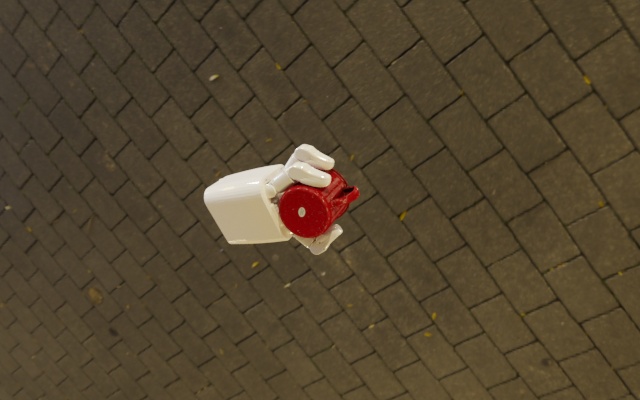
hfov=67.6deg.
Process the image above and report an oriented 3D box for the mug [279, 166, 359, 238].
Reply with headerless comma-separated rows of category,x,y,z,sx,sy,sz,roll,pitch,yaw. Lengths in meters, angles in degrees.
mug,0.001,0.002,0.700,0.117,0.093,0.081,-9,18,24
